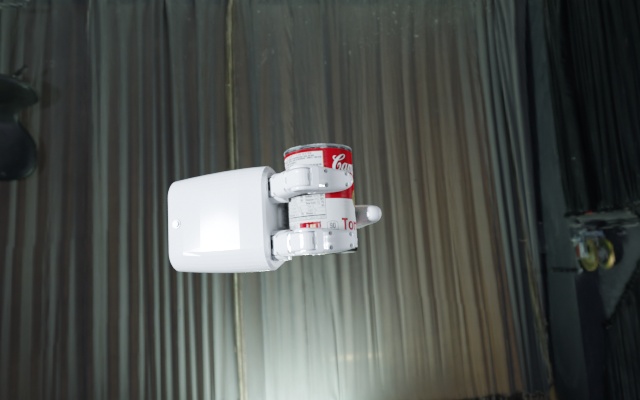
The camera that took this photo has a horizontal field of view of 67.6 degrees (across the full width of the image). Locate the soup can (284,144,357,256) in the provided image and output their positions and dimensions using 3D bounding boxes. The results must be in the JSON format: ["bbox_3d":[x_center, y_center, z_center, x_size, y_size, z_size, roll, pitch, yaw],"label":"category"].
[{"bbox_3d":[0.001,0.002,0.470,0.068,0.102,0.068,-3,-8,0],"label":"soup can"}]
